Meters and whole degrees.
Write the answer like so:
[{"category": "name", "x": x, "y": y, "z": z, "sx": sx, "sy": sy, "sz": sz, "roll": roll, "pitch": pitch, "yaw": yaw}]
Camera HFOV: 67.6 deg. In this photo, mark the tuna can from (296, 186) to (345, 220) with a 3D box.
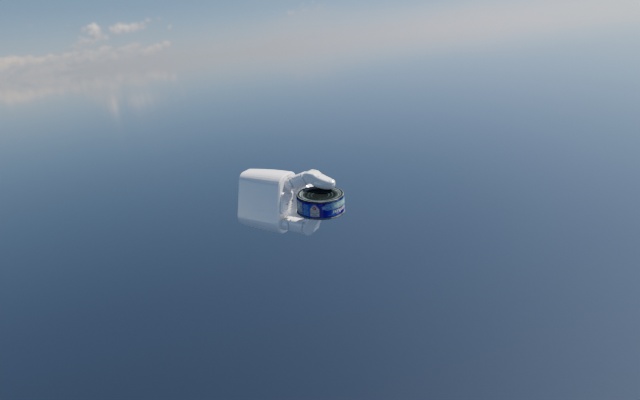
[{"category": "tuna can", "x": 0.000, "y": 0.002, "z": 0.841, "sx": 0.086, "sy": 0.034, "sz": 0.086, "roll": -2, "pitch": 21, "yaw": 1}]
